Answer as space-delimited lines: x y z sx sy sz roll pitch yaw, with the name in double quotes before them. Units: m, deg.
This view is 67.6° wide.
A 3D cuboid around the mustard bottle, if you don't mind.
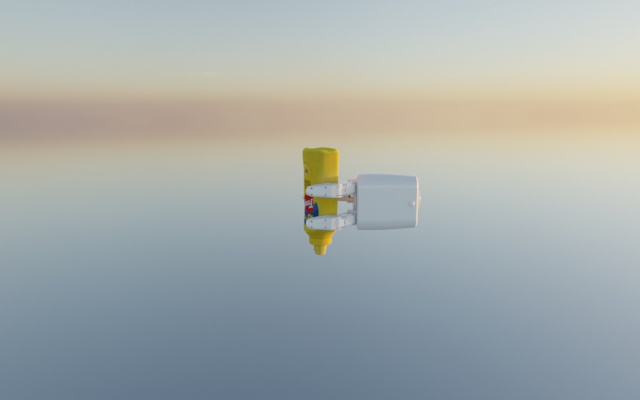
"mustard bottle" 0.000 0.003 0.852 0.058 0.191 0.096 -4 11 -21
